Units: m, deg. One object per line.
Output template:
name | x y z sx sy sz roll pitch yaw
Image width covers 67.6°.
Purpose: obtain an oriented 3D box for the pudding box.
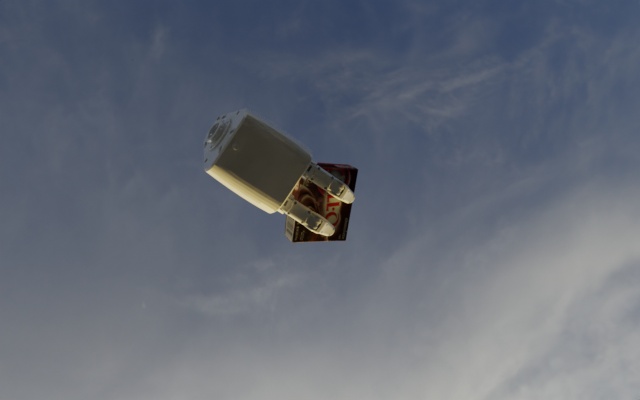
pudding box | 0.000 0.002 0.686 0.090 0.113 0.039 1 19 -28
